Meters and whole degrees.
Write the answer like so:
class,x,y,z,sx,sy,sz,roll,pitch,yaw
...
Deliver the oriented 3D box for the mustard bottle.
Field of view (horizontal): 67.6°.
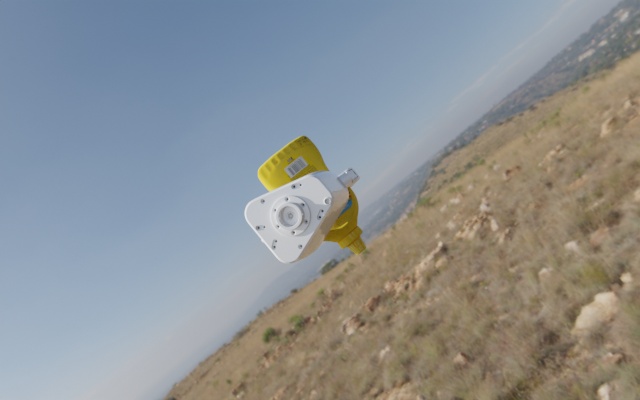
class,x,y,z,sx,sy,sz,roll,pitch,yaw
mustard bottle,0.000,0.002,0.715,0.096,0.191,0.058,-39,-4,-15
